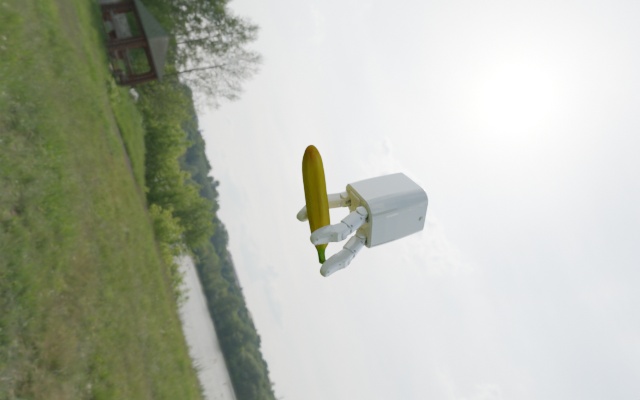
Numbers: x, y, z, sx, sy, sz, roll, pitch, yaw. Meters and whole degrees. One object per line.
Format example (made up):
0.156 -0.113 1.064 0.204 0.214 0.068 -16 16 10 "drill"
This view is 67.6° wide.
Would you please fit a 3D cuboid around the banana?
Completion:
-0.004 -0.001 0.756 0.037 0.198 0.069 -12 23 -10 "banana"
